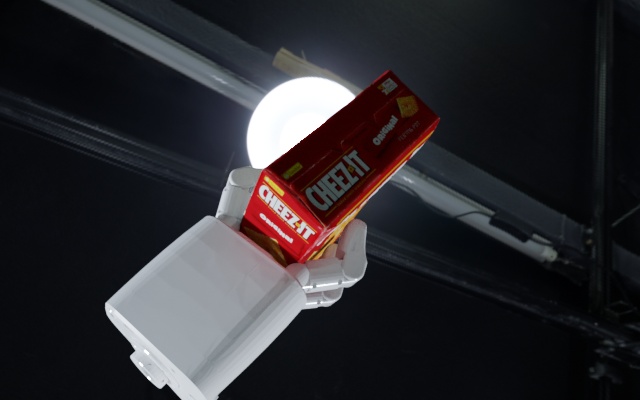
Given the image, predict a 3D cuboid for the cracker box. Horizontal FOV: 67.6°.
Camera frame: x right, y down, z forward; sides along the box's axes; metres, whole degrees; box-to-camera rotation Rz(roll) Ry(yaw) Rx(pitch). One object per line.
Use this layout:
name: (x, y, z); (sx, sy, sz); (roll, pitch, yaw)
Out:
cracker box: (0.000, 0.001, 0.454); (0.164, 0.072, 0.214); (-43, -6, -32)
